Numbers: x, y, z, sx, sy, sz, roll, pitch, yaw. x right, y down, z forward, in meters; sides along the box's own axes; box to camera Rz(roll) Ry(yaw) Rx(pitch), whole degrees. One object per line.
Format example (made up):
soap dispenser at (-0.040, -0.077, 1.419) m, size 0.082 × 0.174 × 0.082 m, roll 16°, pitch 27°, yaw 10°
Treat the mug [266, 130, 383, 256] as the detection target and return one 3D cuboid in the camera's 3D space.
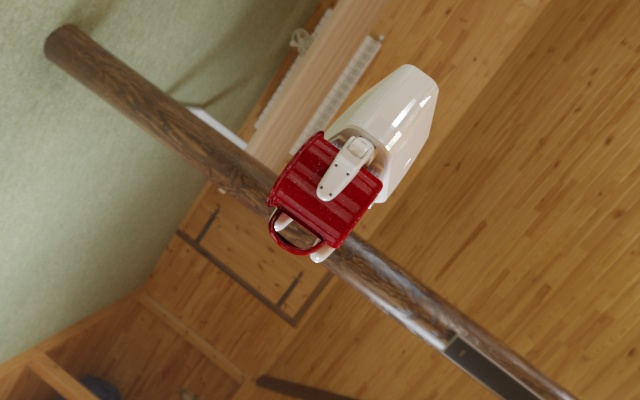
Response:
mug at (-0.001, 0.003, 0.461) m, size 0.081 × 0.117 × 0.093 m, roll 37°, pitch -22°, yaw 5°
